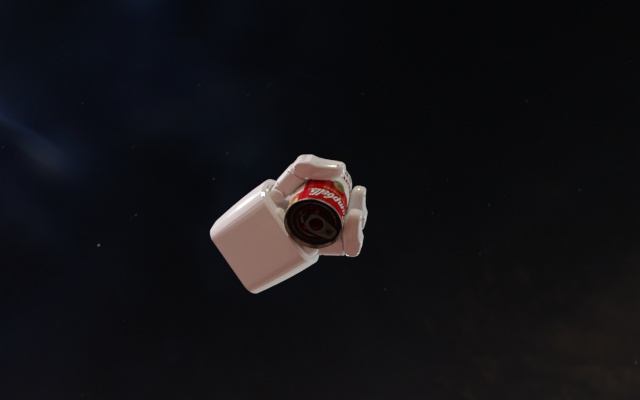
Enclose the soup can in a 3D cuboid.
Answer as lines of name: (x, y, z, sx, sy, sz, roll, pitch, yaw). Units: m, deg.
soup can: (0.000, 0.001, 0.582, 0.068, 0.068, 0.102, 0, 31, 12)
